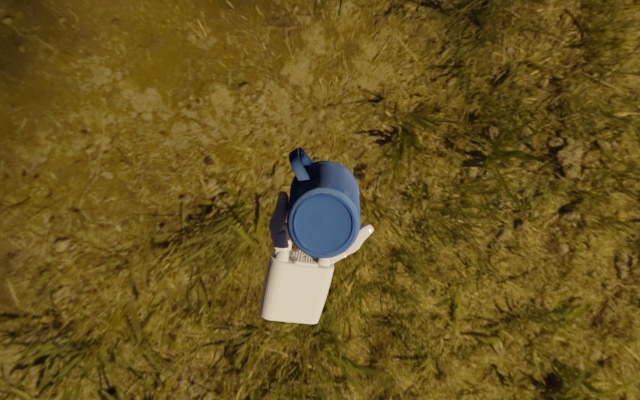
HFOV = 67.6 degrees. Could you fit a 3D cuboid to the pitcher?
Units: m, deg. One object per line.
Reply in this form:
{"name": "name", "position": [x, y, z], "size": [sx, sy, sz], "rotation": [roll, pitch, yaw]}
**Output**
{"name": "pitcher", "position": [0.000, 0.003, 0.803], "size": [0.149, 0.145, 0.242], "rotation": [16, 11, -2]}
